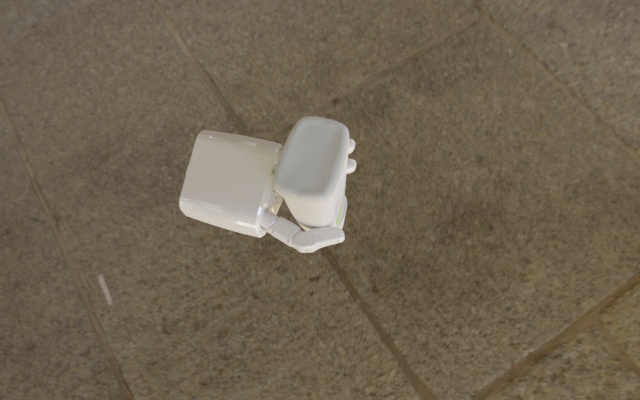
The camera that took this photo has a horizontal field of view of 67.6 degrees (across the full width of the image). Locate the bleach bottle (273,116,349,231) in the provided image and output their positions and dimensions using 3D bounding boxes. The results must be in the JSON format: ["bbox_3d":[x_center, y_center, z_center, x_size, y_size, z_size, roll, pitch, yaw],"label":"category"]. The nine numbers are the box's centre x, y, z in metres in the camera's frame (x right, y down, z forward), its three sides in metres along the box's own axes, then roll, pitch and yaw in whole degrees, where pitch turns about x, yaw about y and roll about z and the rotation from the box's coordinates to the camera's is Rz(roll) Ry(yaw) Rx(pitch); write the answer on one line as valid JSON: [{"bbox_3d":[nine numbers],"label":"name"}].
[{"bbox_3d":[0.000,0.002,0.604,0.068,0.102,0.251,15,-22,10],"label":"bleach bottle"}]
